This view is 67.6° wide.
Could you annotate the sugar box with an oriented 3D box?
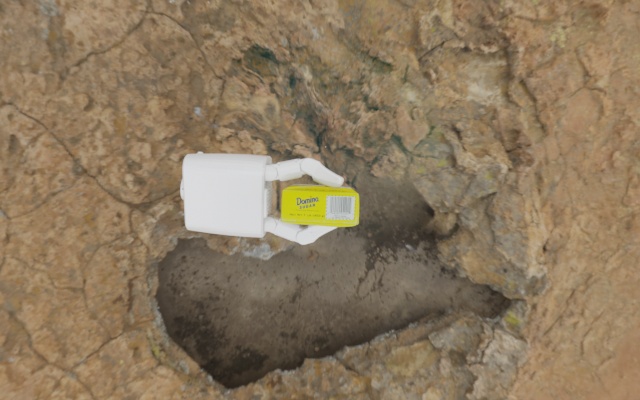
[{"bbox_3d":[0.000,0.002,0.645,0.093,0.048,0.176,4,6,0],"label":"sugar box"}]
